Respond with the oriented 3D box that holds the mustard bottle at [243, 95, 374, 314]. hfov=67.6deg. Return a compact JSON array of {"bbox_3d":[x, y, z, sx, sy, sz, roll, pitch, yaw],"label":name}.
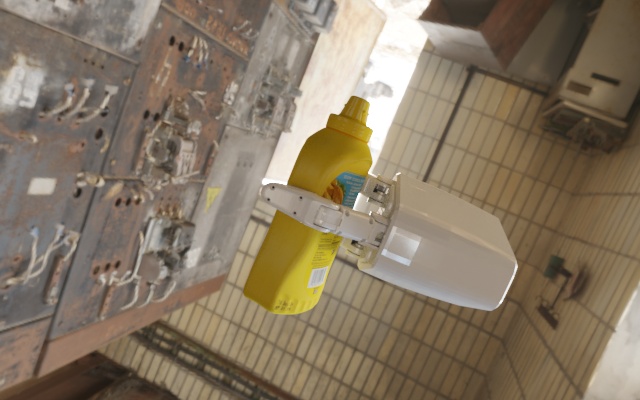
[{"bbox_3d":[0.000,0.001,0.420,0.058,0.191,0.096,26,8,25],"label":"mustard bottle"}]
